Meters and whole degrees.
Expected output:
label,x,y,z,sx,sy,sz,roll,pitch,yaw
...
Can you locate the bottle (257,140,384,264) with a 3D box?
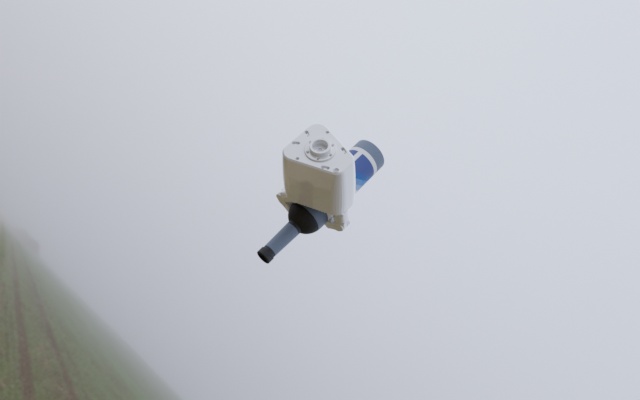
label,x,y,z,sx,sy,sz,roll,pitch,yaw
bottle,0.000,0.003,0.850,0.295,0.069,0.069,-44,23,-26
